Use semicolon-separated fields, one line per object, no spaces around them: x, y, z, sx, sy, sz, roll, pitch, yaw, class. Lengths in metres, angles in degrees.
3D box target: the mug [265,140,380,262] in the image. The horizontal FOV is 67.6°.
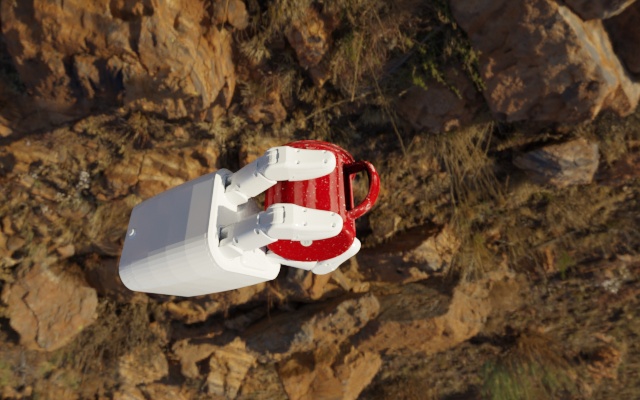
0.001;0.001;0.438;0.117;0.081;0.093;-18;-37;22;mug
